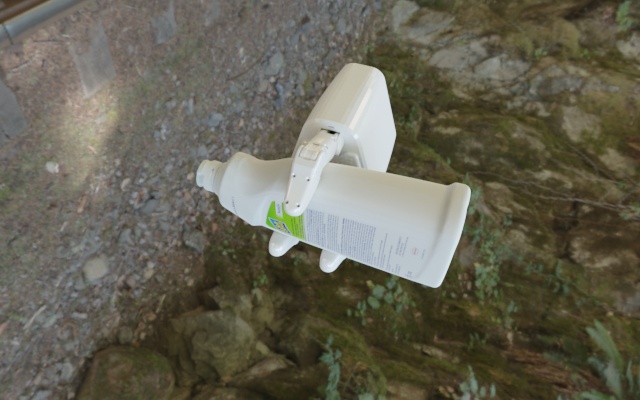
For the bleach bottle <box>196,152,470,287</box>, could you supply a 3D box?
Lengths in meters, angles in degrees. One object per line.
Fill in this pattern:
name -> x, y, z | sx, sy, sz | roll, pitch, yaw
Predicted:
bleach bottle -> 0.000, 0.002, 0.445 | 0.251, 0.068, 0.103 | 16, -38, 12
